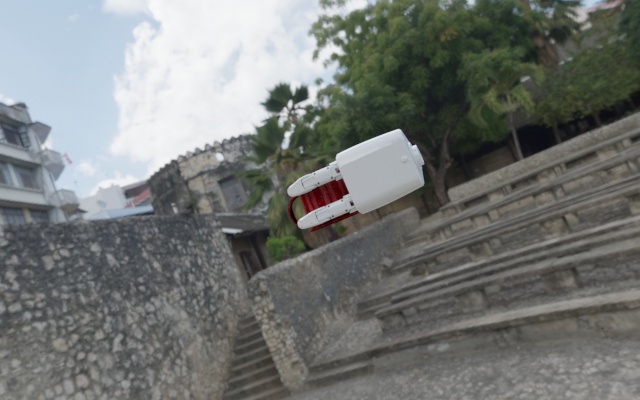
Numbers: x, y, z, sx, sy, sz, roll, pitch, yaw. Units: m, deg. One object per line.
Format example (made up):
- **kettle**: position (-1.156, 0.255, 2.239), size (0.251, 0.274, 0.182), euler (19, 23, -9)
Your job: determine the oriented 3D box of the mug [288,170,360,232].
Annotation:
- **mug**: position (-0.001, 0.003, 0.795), size (0.117, 0.081, 0.093), euler (-23, -4, 14)
